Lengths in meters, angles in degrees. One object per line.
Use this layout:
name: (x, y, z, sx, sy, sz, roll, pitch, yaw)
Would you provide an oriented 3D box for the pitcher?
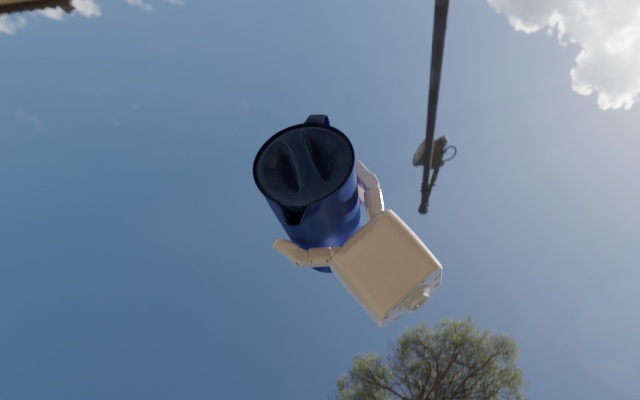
pitcher: (0.000, 0.002, 0.707, 0.149, 0.145, 0.243, -36, -32, -12)
